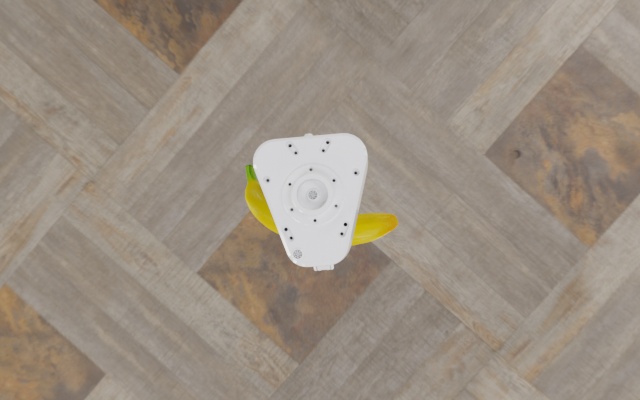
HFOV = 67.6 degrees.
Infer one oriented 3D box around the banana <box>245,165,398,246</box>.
[{"bbox_3d":[-0.010,0.018,0.564,0.198,0.069,0.037,20,-7,4],"label":"banana"}]
